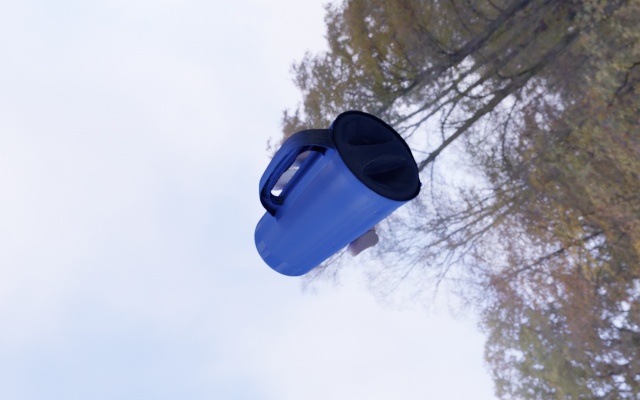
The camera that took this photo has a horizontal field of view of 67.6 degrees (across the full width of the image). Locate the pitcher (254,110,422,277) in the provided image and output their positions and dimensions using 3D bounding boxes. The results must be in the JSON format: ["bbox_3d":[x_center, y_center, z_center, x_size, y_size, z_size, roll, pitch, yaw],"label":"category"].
[{"bbox_3d":[0.000,0.002,0.633,0.243,0.149,0.145,-45,-4,41],"label":"pitcher"}]
